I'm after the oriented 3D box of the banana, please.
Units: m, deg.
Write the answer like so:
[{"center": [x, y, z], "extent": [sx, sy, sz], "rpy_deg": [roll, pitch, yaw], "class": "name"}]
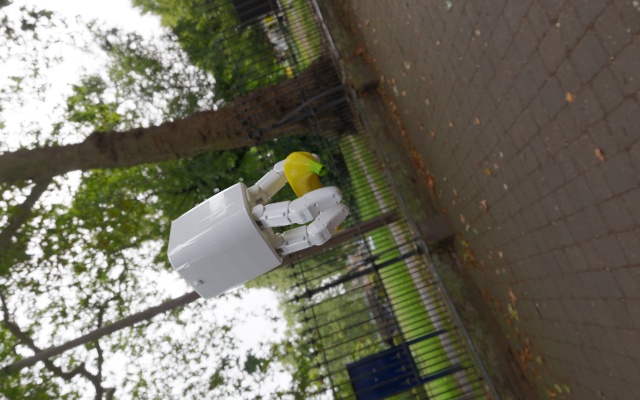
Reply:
[{"center": [-0.011, -0.013, 0.598], "extent": [0.037, 0.069, 0.198], "rpy_deg": [-36, -22, -5], "class": "banana"}]
